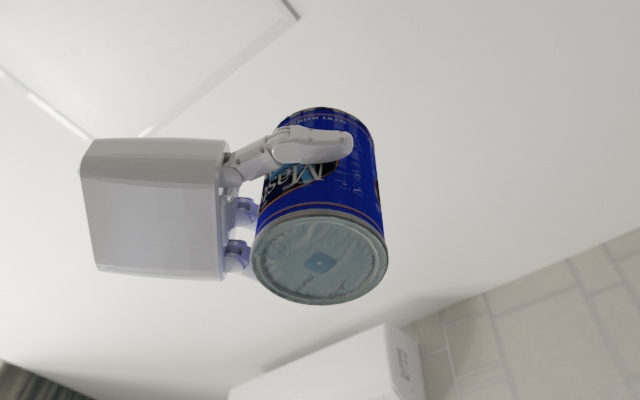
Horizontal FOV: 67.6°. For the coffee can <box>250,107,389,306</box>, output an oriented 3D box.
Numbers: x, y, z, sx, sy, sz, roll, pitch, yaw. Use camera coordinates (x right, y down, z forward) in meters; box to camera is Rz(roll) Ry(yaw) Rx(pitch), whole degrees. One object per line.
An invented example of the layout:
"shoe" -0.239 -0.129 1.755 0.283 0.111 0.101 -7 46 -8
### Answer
"coffee can" 0.000 0.001 0.404 0.103 0.103 0.140 0 42 1
